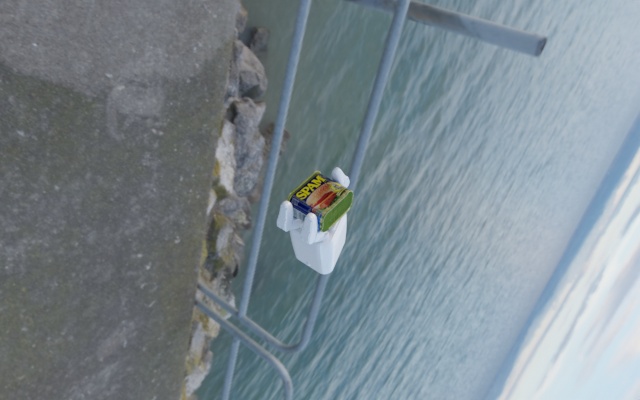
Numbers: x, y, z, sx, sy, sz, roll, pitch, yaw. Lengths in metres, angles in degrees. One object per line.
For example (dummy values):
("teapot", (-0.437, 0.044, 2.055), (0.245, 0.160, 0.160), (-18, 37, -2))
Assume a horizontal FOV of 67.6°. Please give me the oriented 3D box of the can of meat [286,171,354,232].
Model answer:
("can of meat", (0.000, 0.003, 0.883), (0.084, 0.057, 0.102), (29, 53, 26))
